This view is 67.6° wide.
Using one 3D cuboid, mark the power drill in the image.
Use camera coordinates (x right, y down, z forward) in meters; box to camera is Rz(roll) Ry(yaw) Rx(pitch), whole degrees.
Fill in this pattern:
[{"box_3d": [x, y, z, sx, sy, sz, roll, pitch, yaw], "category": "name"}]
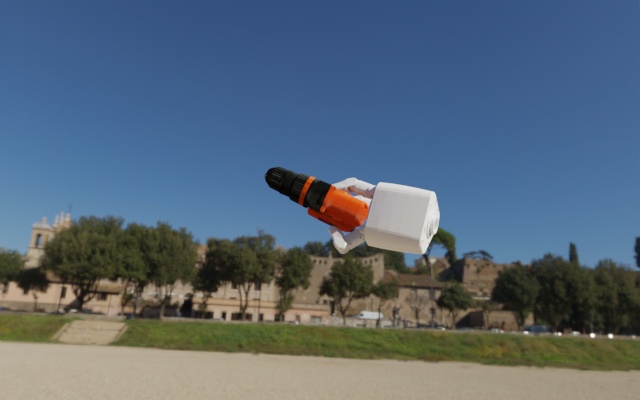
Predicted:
[{"box_3d": [0.000, 0.003, 0.859, 0.184, 0.057, 0.188, 25, -4, 11], "category": "power drill"}]
